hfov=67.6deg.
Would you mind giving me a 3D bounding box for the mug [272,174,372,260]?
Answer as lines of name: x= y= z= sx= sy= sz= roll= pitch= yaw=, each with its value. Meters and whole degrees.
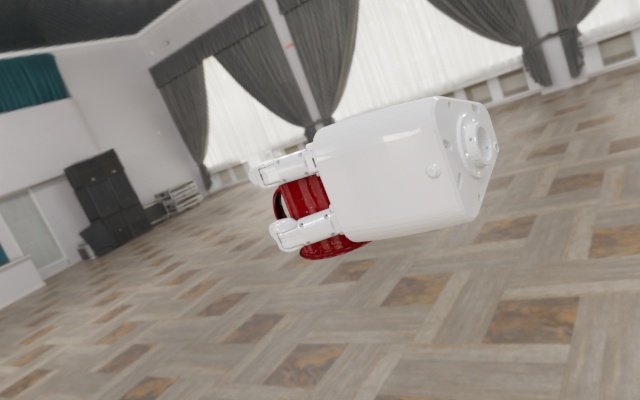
mug: x=-0.001 y=0.002 z=0.465 sx=0.117 sy=0.081 sz=0.093 roll=-12 pitch=15 yaw=39
